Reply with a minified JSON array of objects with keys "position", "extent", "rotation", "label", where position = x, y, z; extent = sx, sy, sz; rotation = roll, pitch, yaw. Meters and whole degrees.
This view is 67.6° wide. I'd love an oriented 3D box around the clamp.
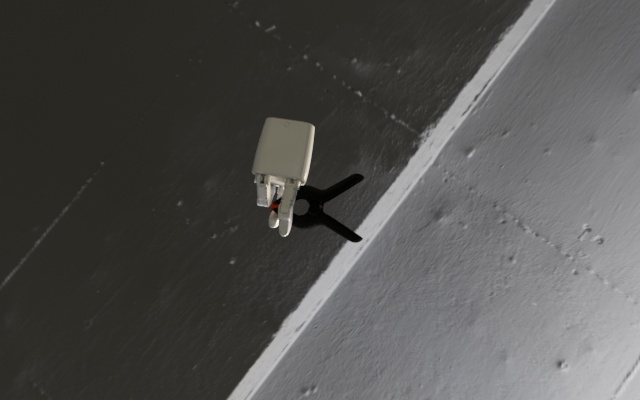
[{"position":[0.000,0.003,0.848],"extent":[0.171,0.120,0.039],"rotation":[10,-10,9],"label":"clamp"}]
